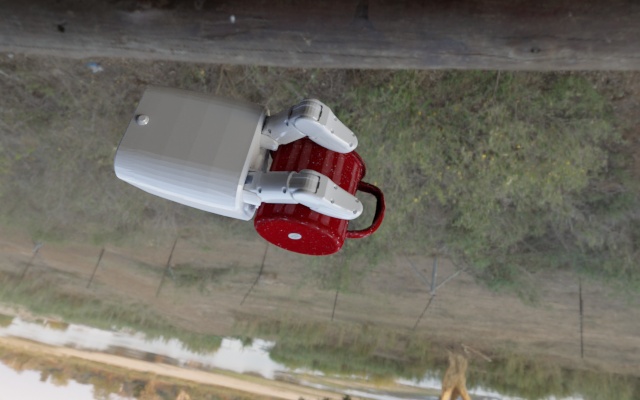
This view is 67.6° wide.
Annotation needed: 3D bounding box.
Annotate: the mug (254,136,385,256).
[{"bbox_3d":[0.001,0.002,0.433,0.117,0.081,0.093,14,-25,1],"label":"mug"}]
